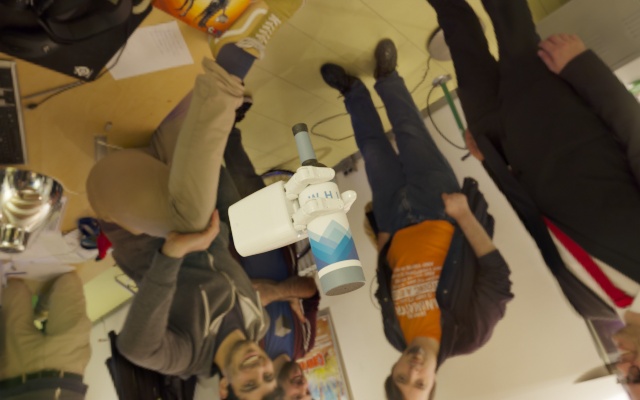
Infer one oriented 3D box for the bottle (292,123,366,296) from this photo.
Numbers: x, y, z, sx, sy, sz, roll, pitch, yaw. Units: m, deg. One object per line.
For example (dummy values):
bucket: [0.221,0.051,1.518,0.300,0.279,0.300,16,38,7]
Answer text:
bottle: [0.000,0.003,0.772,0.069,0.295,0.069,-13,-23,-6]
